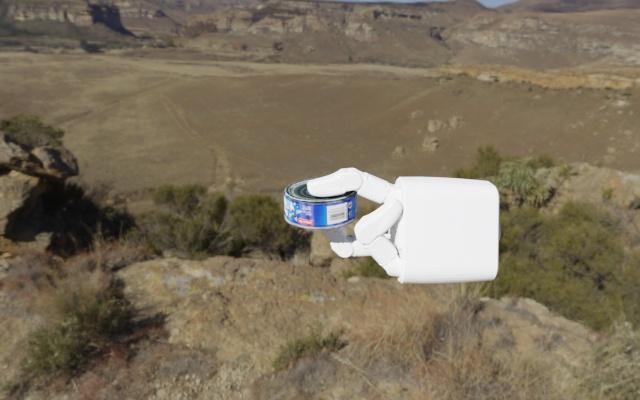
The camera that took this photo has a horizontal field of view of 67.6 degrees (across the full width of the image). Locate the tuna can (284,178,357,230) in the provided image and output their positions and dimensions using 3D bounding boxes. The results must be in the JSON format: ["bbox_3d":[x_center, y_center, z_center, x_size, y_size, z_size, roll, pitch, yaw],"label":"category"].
[{"bbox_3d":[0.000,0.001,0.556,0.086,0.034,0.086,-2,20,1],"label":"tuna can"}]
